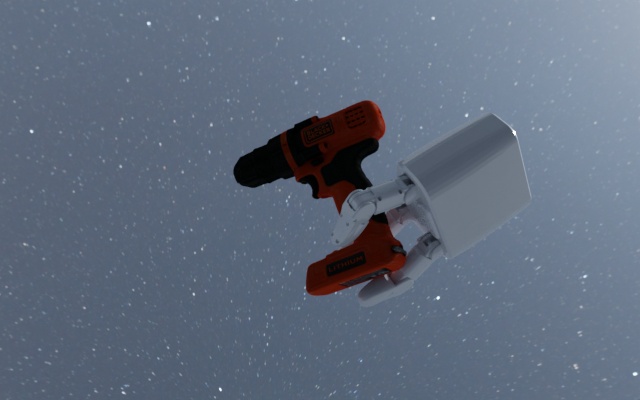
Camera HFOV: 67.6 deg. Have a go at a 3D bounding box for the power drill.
[{"bbox_3d":[0.000,0.002,0.513,0.184,0.187,0.057,-22,-19,18],"label":"power drill"}]
